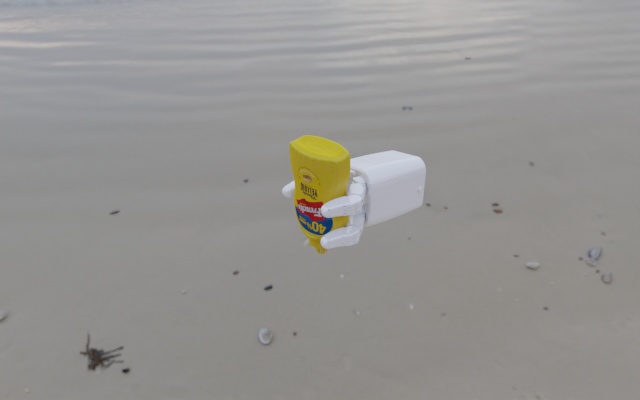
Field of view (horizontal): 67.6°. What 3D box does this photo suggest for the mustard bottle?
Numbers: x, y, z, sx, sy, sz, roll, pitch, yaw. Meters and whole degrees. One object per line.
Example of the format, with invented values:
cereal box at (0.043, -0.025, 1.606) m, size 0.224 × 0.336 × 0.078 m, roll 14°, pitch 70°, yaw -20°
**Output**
mustard bottle at (0.000, 0.002, 0.727) m, size 0.096 × 0.192 × 0.058 m, roll 25°, pitch 42°, yaw 34°
